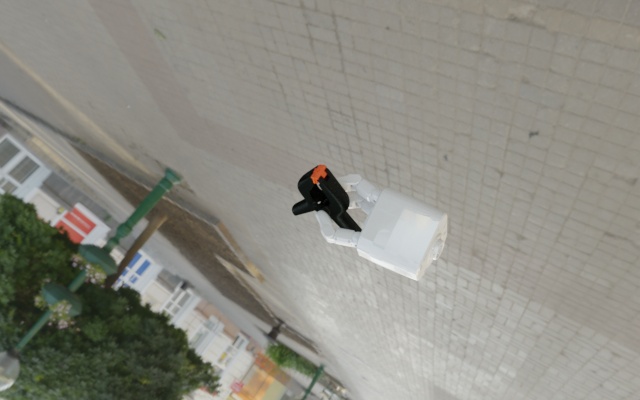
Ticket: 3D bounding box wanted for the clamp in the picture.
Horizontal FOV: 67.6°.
[{"bbox_3d":[0.000,0.003,0.824,0.164,0.036,0.210,22,-24,25],"label":"clamp"}]
